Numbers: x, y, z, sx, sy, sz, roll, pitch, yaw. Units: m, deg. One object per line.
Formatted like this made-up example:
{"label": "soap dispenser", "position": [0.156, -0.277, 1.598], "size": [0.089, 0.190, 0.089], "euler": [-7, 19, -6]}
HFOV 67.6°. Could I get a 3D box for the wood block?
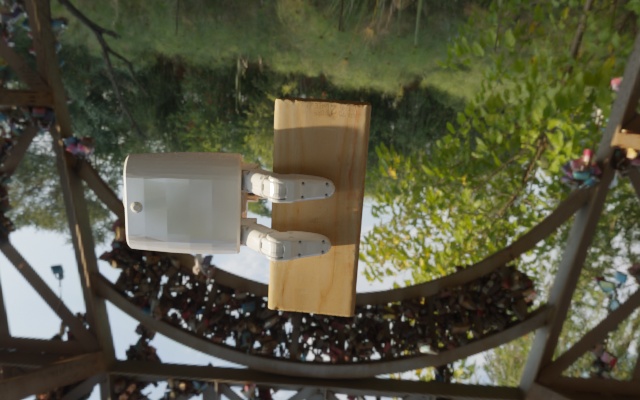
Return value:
{"label": "wood block", "position": [0.000, 0.002, 0.492], "size": [0.090, 0.206, 0.090], "euler": [4, 14, 3]}
